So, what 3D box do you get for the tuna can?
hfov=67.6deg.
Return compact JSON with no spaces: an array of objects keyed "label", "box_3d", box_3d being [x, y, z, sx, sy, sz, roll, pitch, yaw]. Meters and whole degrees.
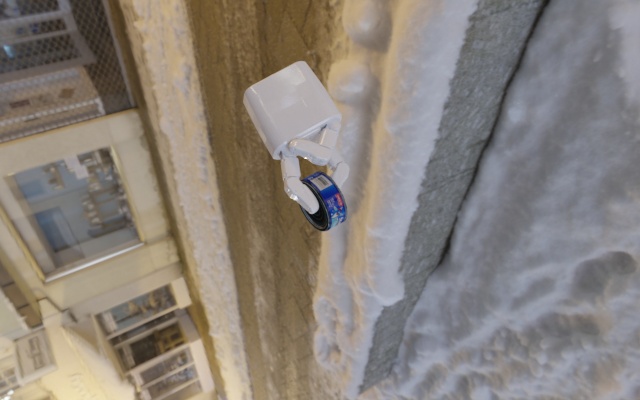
[{"label":"tuna can","box_3d":[0.000,0.003,0.707,0.033,0.086,0.086,-28,13,-25]}]
